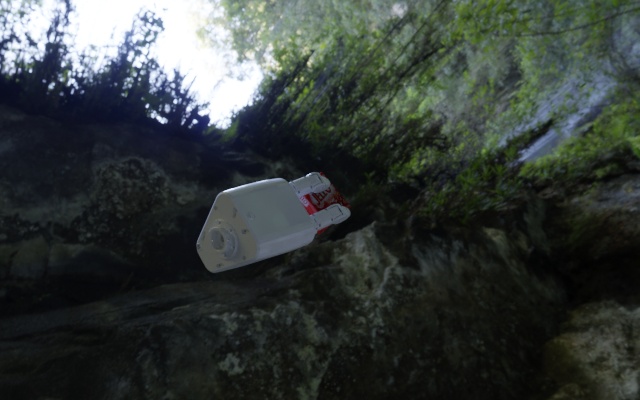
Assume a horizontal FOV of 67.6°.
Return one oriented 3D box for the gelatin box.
[{"bbox_3d":[0.000,0.003,0.723,0.030,0.073,0.089,-41,-3,30],"label":"gelatin box"}]
